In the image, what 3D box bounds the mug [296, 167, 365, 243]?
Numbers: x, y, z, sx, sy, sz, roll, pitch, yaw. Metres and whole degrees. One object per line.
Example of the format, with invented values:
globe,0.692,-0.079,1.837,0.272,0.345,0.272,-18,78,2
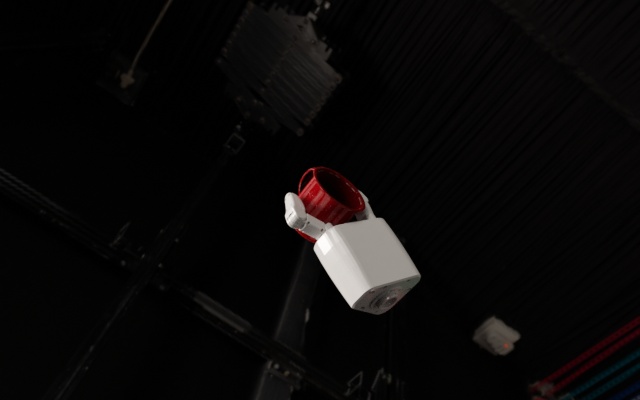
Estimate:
mug,-0.001,0.001,0.714,0.093,0.117,0.081,11,-53,-46
